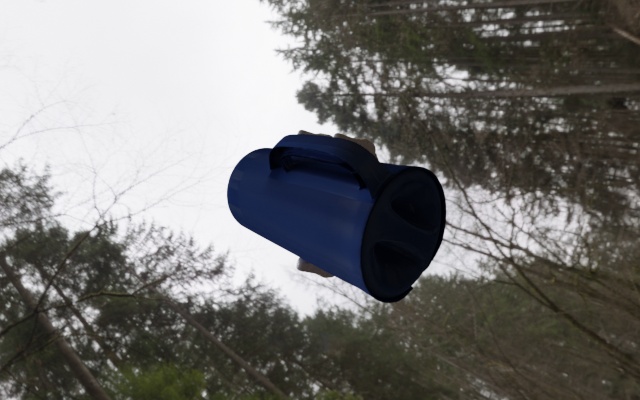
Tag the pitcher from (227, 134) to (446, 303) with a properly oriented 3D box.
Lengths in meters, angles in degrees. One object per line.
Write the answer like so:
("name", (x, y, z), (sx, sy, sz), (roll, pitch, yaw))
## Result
("pitcher", (0.000, 0.002, 0.524), (0.145, 0.149, 0.243), (-2, 14, -45))
